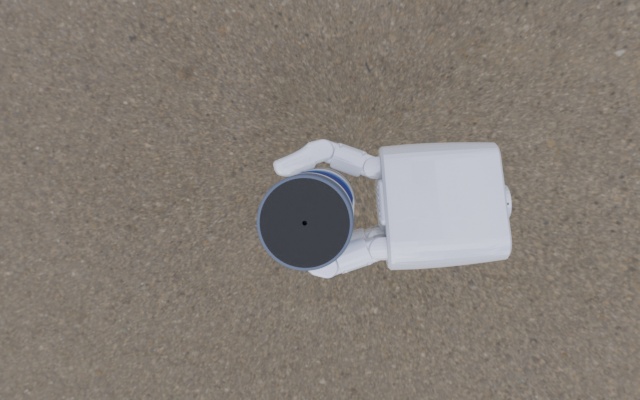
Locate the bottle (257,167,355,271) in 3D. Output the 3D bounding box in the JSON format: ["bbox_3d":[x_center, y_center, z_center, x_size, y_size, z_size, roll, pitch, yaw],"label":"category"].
[{"bbox_3d":[0.000,0.002,0.469,0.069,0.069,0.295,0,5,4],"label":"bottle"}]
